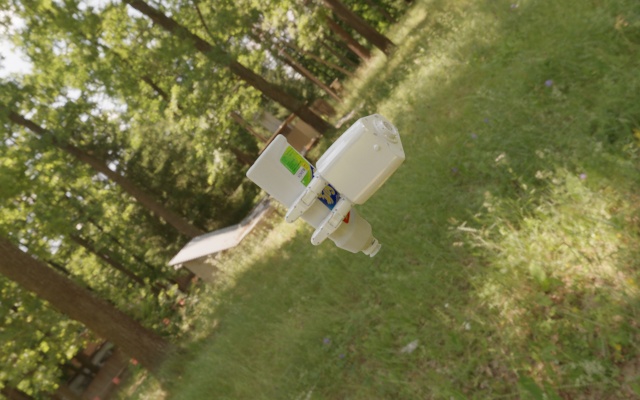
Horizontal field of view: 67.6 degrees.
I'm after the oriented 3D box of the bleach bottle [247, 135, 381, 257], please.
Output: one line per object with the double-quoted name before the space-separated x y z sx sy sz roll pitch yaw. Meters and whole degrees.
"bleach bottle" 0.000 0.003 0.802 0.068 0.251 0.102 -46 10 31
